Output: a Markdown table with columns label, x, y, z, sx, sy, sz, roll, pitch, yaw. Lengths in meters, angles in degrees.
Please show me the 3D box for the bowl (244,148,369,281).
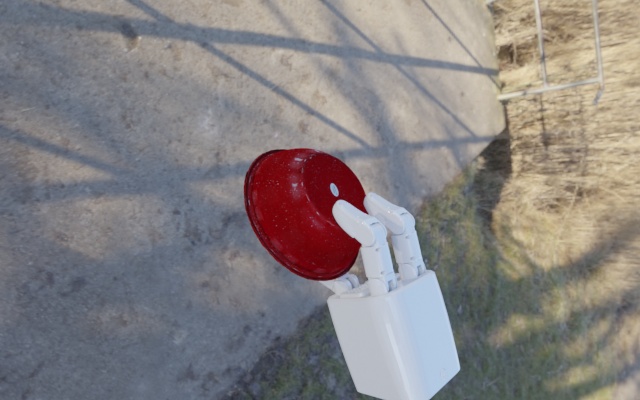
| label | x | y | z | sx | sy | sz | roll | pitch | yaw |
| --- | --- | --- | --- | --- | --- | --- | --- | --- | --- |
| bowl | 0.000 | 0.000 | 0.514 | 0.162 | 0.162 | 0.055 | 0 | -27 | -44 |
